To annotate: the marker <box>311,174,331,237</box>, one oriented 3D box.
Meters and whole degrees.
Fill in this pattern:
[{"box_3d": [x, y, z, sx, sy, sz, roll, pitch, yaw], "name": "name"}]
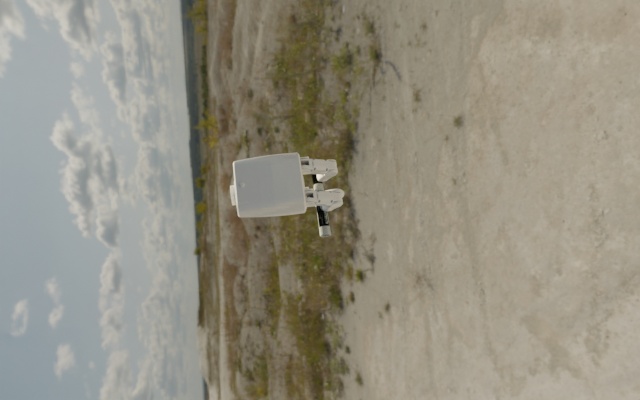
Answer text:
[{"box_3d": [0.000, 0.003, 0.820, 0.020, 0.121, 0.020, -8, -18, -2], "name": "marker"}]
